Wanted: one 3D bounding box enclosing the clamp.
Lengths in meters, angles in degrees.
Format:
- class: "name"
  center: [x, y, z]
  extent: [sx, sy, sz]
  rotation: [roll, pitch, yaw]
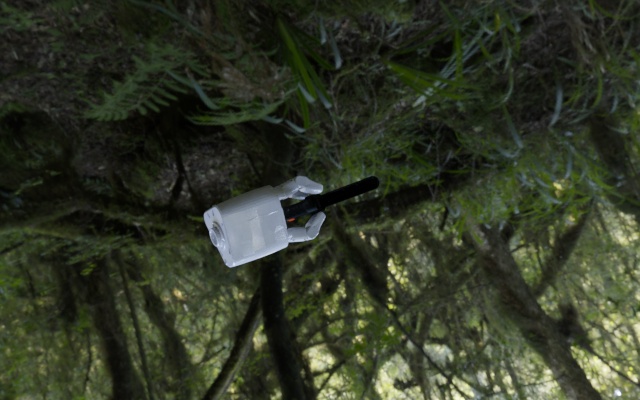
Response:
- class: "clamp"
  center: [0.000, 0.004, 0.889]
  extent: [0.164, 0.036, 0.210]
  rotation: [-18, -2, -31]
